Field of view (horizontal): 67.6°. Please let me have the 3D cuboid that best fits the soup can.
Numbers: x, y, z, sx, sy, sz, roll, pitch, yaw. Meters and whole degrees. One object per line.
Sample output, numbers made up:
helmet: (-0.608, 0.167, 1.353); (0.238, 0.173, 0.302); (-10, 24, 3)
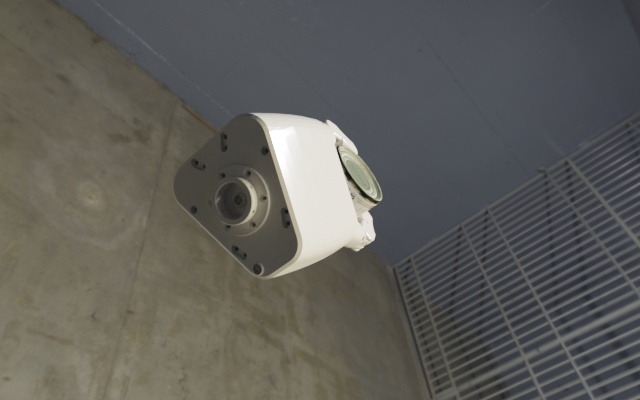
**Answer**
soup can: (0.001, 0.001, 0.467); (0.102, 0.068, 0.068); (-37, -15, 22)
